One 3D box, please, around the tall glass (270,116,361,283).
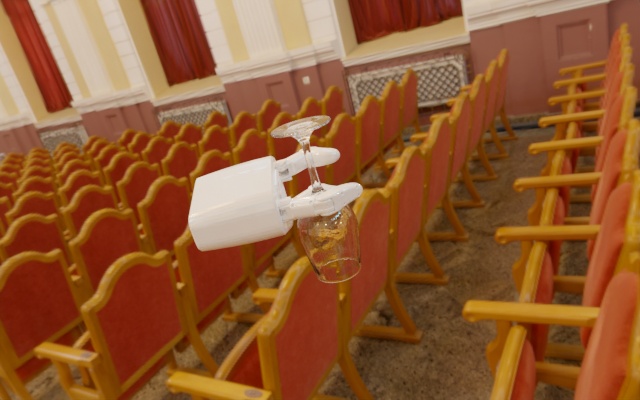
[{"bbox_3d":[0.000,0.001,0.597,0.079,0.201,0.079,-13,20,5],"label":"tall glass"}]
